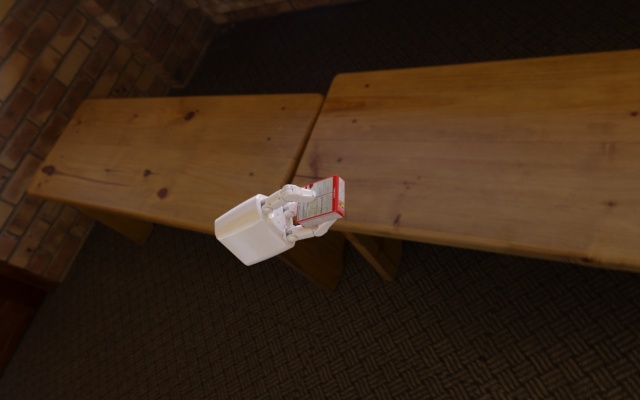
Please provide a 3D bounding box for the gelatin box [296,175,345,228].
[{"bbox_3d":[0.000,0.002,0.847,0.089,0.073,0.030,-18,-35,32],"label":"gelatin box"}]
